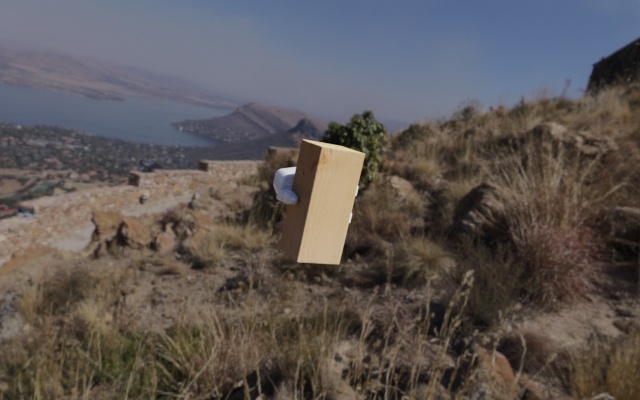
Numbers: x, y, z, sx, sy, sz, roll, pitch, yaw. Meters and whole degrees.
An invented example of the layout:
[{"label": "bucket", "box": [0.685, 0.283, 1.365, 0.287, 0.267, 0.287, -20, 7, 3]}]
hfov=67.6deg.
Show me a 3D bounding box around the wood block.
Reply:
[{"label": "wood block", "box": [0.000, 0.003, 0.866, 0.091, 0.206, 0.090, 7, 12, -27]}]
